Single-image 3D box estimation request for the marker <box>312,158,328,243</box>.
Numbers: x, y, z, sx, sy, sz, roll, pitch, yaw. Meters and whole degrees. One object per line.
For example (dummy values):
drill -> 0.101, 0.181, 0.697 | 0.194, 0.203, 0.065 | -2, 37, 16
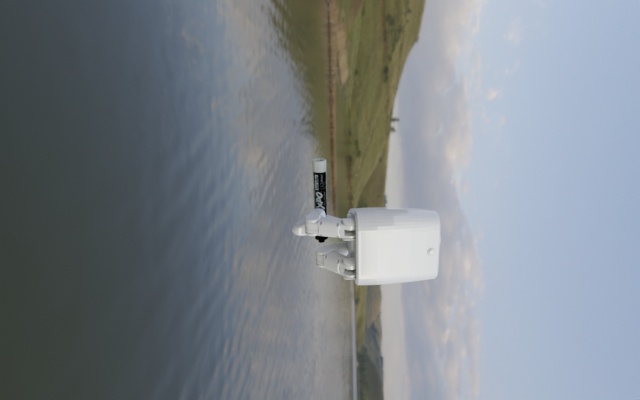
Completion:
marker -> 0.000, 0.002, 0.663 | 0.020, 0.121, 0.020 | -2, 19, 1
